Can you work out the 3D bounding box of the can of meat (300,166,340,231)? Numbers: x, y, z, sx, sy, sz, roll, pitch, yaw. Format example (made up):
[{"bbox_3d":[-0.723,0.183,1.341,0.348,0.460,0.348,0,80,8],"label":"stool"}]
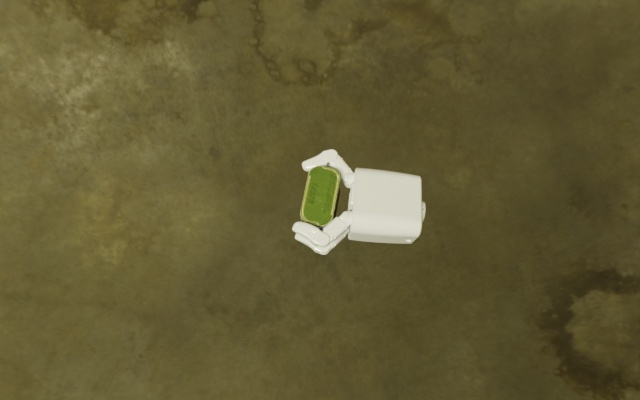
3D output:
[{"bbox_3d":[0.000,0.002,0.775,0.057,0.102,0.084,10,-15,2],"label":"can of meat"}]
